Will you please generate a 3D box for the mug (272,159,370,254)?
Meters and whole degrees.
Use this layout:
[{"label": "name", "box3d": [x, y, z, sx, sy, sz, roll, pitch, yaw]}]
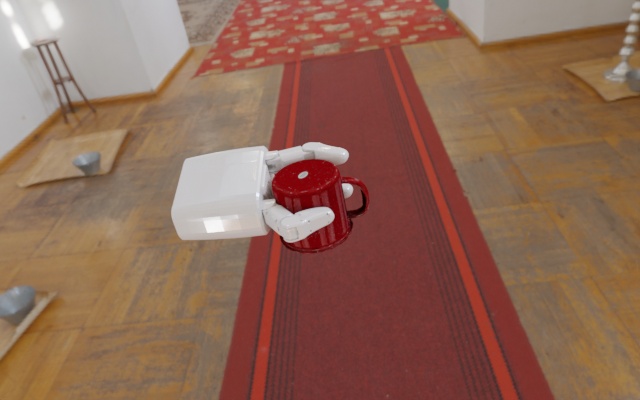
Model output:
[{"label": "mug", "box3d": [0.001, 0.002, 0.572, 0.117, 0.081, 0.093, -7, 33, 6]}]
